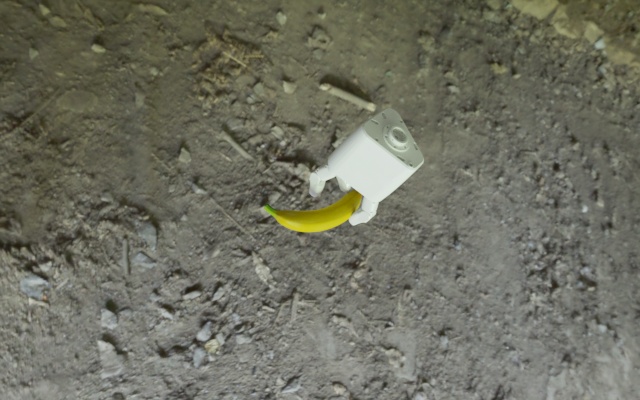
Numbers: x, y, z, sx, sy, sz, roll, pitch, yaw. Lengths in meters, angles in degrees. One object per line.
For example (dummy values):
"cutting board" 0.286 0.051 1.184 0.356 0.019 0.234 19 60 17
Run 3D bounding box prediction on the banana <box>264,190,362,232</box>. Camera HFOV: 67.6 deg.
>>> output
"banana" 0.004 0.019 0.836 0.198 0.069 0.037 -8 -24 -32
